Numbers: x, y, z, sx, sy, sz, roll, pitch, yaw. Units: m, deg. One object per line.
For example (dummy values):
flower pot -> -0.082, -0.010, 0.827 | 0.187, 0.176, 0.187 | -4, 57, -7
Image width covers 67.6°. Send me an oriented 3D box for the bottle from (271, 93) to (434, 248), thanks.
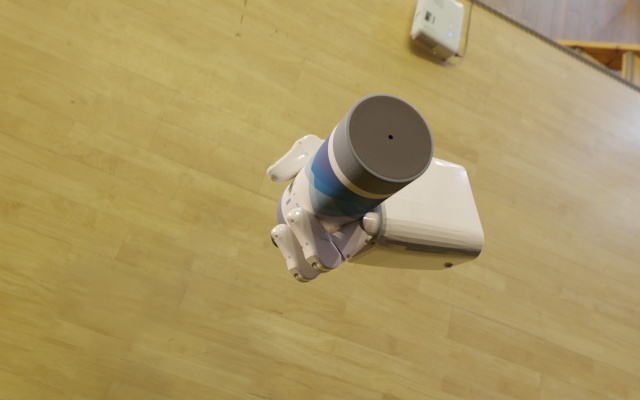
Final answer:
bottle -> 0.000, 0.001, 0.453 | 0.069, 0.069, 0.296 | 0, -18, -20
